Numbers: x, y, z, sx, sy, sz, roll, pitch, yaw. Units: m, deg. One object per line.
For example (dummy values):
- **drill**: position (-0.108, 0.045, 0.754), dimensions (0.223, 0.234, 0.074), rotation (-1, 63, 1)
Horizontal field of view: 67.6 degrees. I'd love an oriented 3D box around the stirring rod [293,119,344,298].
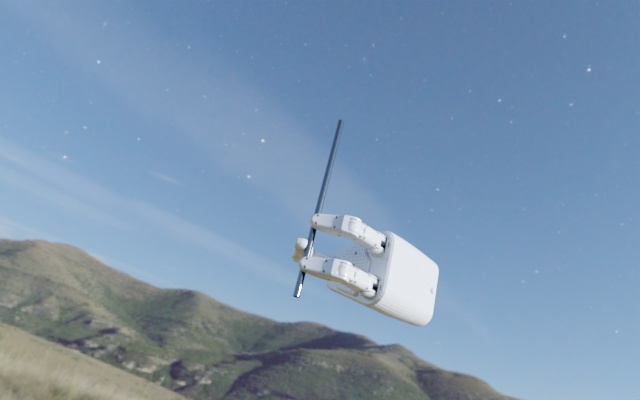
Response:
- **stirring rod**: position (0.000, 0.002, 0.587), dimensions (0.011, 0.239, 0.011), rotation (12, -23, 5)
